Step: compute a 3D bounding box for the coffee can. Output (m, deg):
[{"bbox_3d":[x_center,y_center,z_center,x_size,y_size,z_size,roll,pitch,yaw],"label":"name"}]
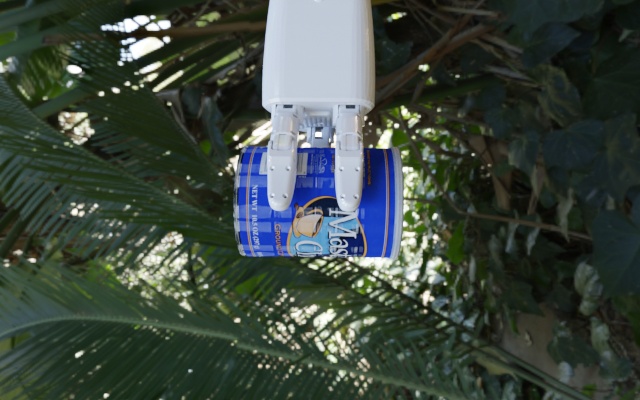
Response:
[{"bbox_3d":[0.000,0.002,0.440,0.140,0.103,0.103,1,0,2],"label":"coffee can"}]
